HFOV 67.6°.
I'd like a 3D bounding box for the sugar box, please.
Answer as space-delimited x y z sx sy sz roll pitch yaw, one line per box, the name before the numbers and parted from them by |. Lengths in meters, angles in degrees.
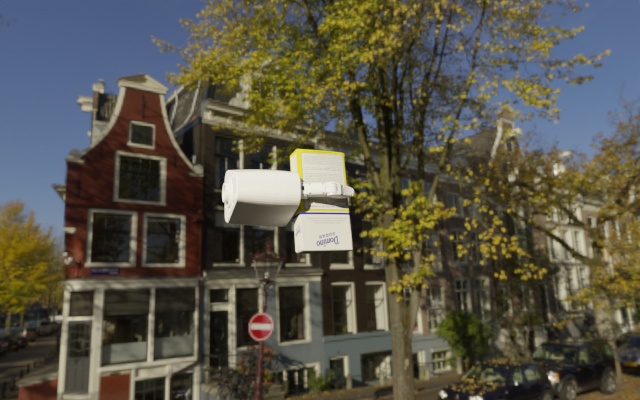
sugar box | 0.000 0.003 0.825 0.093 0.176 0.048 2 -12 -21
